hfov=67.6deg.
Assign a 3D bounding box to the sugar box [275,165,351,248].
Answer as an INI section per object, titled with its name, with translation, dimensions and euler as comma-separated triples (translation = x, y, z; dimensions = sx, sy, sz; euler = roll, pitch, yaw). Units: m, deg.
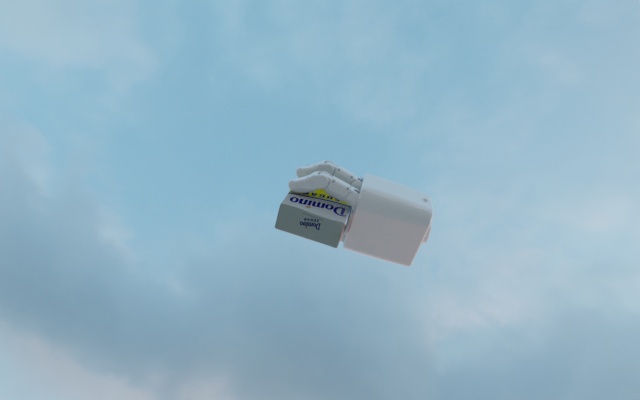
[sugar box]
translation = 0.000, 0.002, 0.716
dimensions = 0.093, 0.048, 0.176
euler = 18, 21, 3
